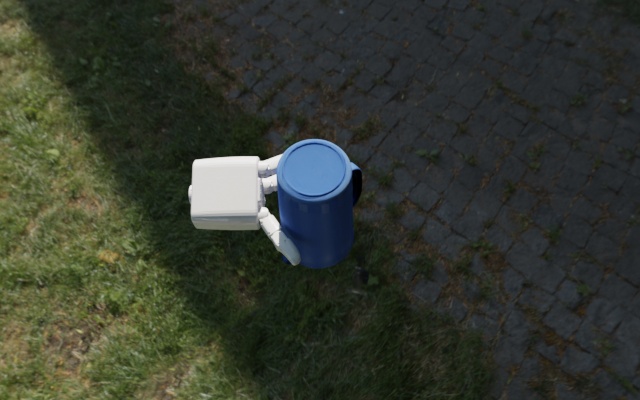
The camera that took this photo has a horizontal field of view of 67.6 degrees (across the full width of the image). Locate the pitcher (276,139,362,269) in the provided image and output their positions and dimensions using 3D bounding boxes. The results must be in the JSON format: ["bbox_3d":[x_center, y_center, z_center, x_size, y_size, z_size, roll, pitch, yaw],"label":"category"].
[{"bbox_3d":[0.000,0.003,0.776,0.145,0.149,0.243,1,-27,1],"label":"pitcher"}]
